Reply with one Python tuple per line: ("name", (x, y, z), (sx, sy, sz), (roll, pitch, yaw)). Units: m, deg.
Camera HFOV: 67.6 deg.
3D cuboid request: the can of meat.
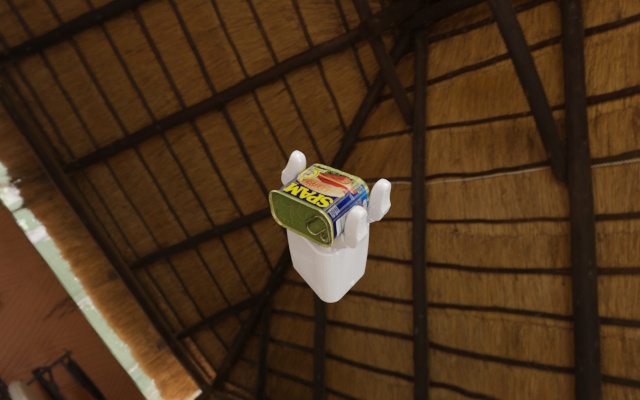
("can of meat", (0.000, 0.002, 0.611), (0.102, 0.057, 0.084), (23, 46, 33))
